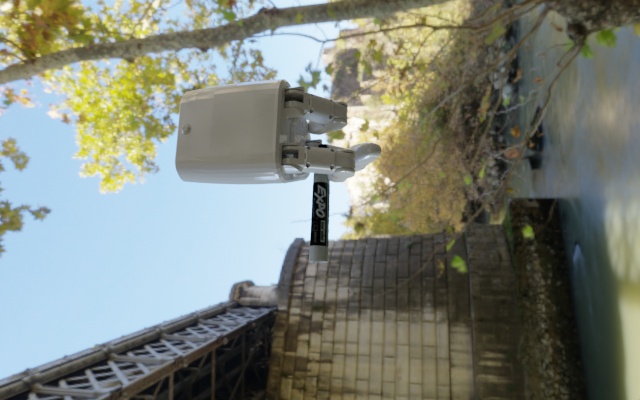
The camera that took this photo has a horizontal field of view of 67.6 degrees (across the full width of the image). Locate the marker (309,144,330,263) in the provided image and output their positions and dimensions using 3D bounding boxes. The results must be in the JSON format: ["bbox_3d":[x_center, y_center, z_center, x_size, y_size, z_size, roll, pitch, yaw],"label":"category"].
[{"bbox_3d":[0.000,0.002,0.479,0.020,0.121,0.020,2,-13,0],"label":"marker"}]
